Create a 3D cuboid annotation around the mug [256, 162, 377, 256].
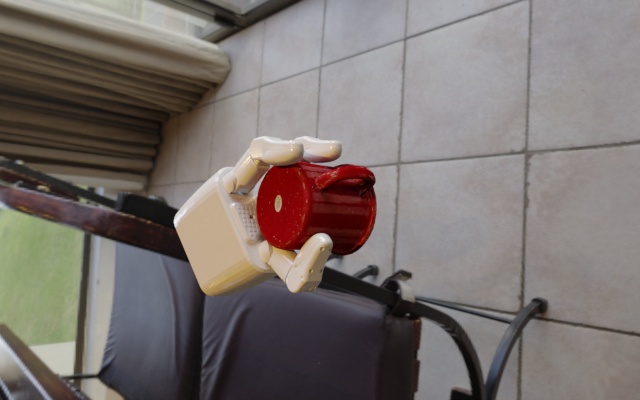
[{"bbox_3d":[0.001,0.001,0.447,0.081,0.093,0.117,5,-28,-41],"label":"mug"}]
